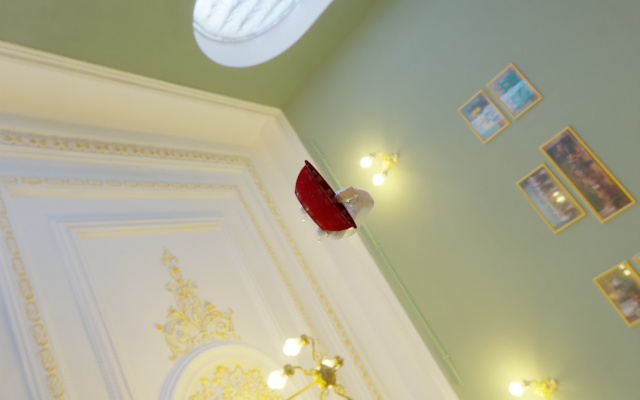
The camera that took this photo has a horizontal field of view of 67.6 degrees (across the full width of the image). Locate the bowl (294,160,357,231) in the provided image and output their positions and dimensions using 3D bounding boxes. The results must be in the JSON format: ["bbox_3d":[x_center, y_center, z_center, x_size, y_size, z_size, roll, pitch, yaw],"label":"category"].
[{"bbox_3d":[-0.001,0.003,0.896,0.055,0.162,0.162,-37,-4,6],"label":"bowl"}]
